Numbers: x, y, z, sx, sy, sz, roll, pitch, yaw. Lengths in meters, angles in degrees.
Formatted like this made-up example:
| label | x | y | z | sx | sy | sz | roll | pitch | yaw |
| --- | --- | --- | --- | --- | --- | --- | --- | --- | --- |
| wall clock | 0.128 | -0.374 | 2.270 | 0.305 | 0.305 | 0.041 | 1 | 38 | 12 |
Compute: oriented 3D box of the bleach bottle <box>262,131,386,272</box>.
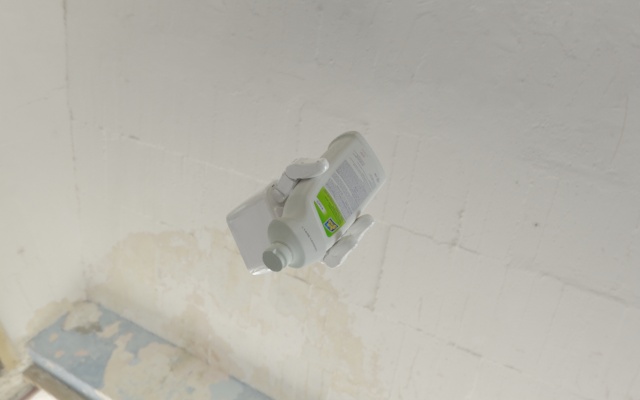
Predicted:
| label | x | y | z | sx | sy | sz | roll | pitch | yaw |
| --- | --- | --- | --- | --- | --- | --- | --- | --- | --- |
| bleach bottle | 0.000 | 0.002 | 0.632 | 0.068 | 0.102 | 0.250 | -26 | 13 | 41 |
